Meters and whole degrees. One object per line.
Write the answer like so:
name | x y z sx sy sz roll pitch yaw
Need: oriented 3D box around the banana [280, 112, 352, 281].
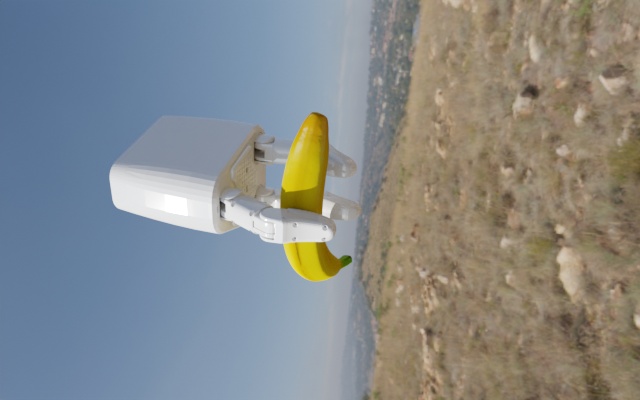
banana | -0.008 0.017 0.425 0.037 0.069 0.198 17 -38 23
